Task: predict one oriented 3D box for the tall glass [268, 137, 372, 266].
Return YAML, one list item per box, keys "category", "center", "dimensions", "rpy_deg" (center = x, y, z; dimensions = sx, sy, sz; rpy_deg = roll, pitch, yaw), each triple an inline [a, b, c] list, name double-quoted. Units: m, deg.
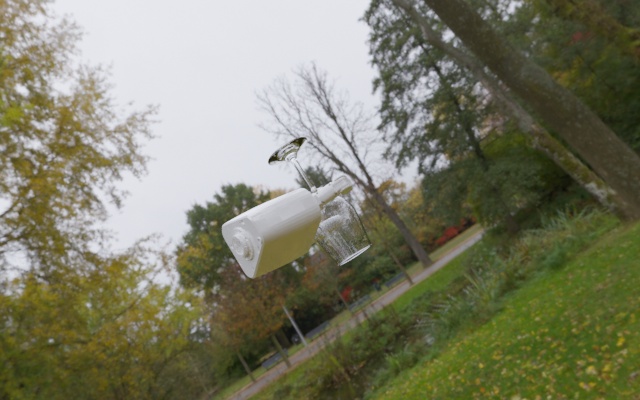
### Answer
- category: "tall glass"
  center: [0.000, 0.002, 0.748]
  dimensions: [0.079, 0.201, 0.079]
  rpy_deg: [-32, -11, -7]
